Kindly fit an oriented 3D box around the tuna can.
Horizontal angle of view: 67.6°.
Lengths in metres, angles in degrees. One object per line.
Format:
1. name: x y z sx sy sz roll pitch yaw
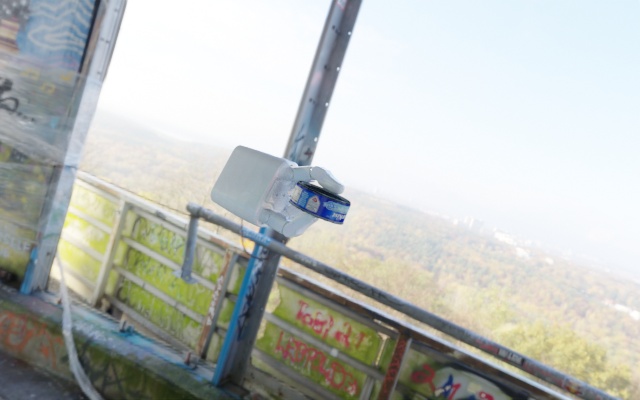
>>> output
1. tuna can: 0.000 0.002 0.688 0.086 0.034 0.086 22 7 -3
